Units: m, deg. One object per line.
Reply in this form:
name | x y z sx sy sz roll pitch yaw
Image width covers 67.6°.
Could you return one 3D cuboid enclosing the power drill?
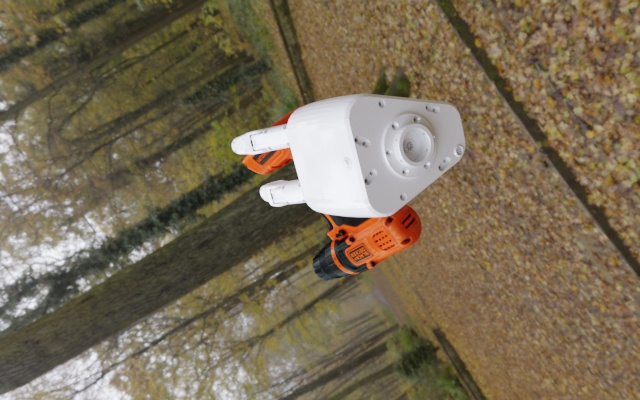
power drill | 0.000 0.001 0.534 0.057 0.187 0.184 -44 4 -38
